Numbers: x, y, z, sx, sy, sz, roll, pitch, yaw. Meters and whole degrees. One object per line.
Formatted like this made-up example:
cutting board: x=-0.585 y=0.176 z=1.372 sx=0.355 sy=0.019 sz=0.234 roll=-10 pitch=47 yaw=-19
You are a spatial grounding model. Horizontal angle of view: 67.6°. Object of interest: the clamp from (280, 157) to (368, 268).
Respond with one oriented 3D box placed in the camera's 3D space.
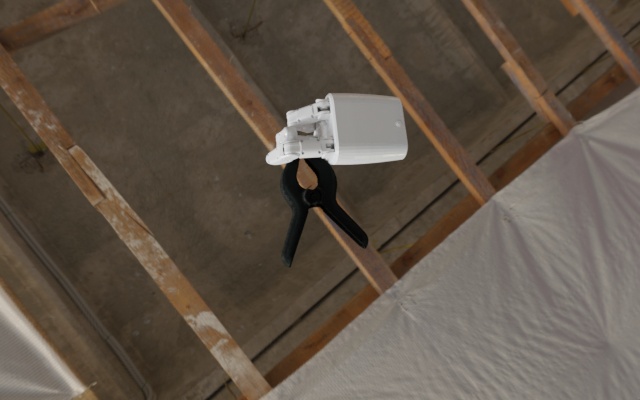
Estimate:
clamp: x=0.000 y=0.002 z=0.659 sx=0.120 sy=0.171 sz=0.039 roll=-3 pitch=-9 yaw=-15
